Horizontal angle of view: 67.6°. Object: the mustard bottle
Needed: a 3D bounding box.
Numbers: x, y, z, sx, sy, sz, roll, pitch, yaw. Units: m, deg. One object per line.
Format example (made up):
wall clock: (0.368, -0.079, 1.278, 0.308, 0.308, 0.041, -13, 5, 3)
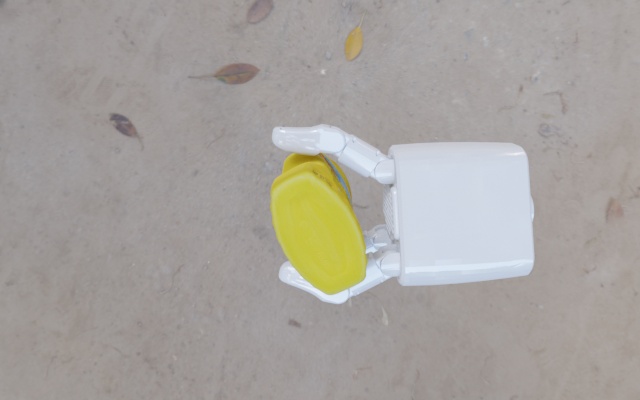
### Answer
mustard bottle: (0.000, 0.002, 0.425, 0.058, 0.096, 0.191, -28, 13, 8)
